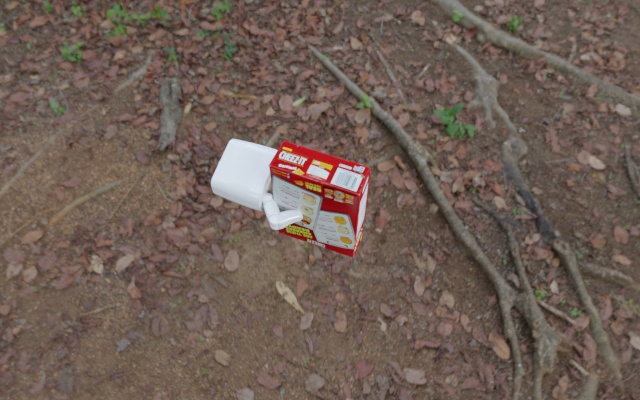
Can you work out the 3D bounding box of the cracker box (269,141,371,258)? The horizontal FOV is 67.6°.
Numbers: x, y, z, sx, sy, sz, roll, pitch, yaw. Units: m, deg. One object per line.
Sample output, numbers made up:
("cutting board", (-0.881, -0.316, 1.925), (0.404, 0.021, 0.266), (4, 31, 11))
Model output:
("cracker box", (0.000, 0.003, 0.875), (0.164, 0.072, 0.214), (18, -33, 13))
